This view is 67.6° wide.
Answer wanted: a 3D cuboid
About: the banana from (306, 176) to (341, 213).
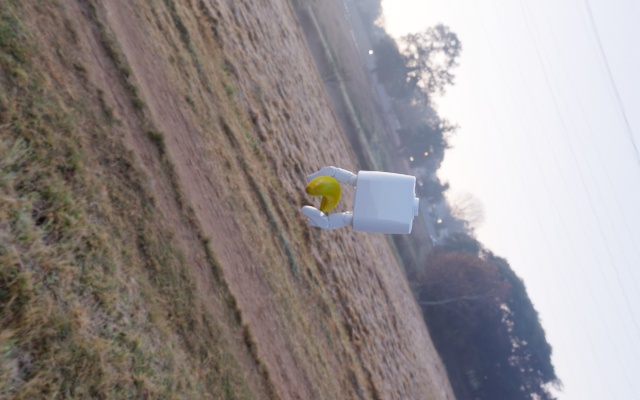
[{"bbox_3d":[0.010,-0.011,0.904,0.037,0.069,0.198,30,-12,14],"label":"banana"}]
